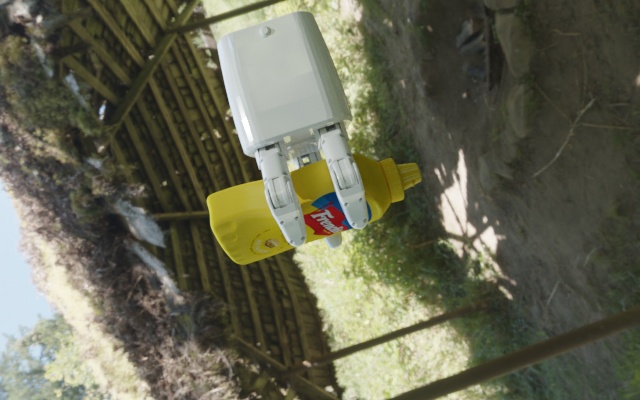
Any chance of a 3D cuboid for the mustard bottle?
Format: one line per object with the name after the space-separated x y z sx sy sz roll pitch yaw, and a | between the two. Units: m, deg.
0.000 0.002 0.447 0.191 0.058 0.096 -18 -32 1 | mustard bottle
